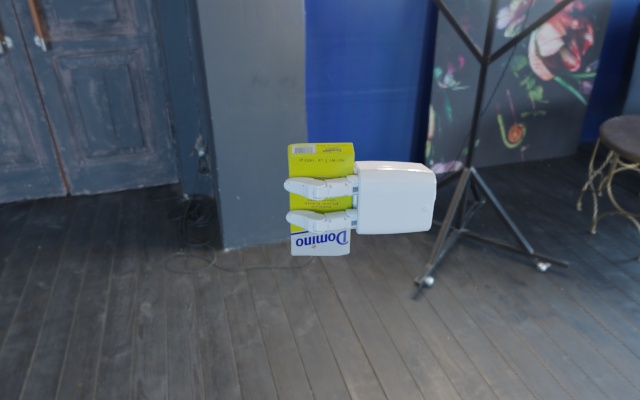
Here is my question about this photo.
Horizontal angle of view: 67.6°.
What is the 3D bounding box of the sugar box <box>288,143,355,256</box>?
[{"bbox_3d":[0.000,0.003,0.708,0.093,0.176,0.048,-1,30,-1],"label":"sugar box"}]
